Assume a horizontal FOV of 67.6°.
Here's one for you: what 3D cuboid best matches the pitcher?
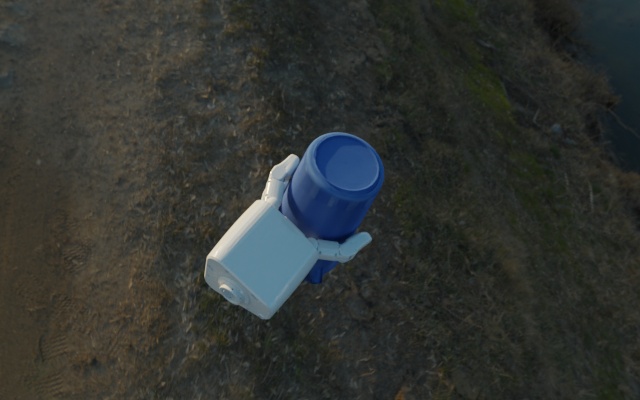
[{"bbox_3d":[0.000,0.002,0.712,0.149,0.145,0.243,37,-34,6],"label":"pitcher"}]
